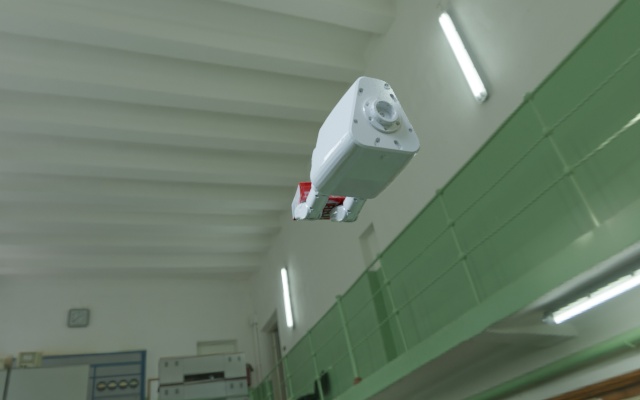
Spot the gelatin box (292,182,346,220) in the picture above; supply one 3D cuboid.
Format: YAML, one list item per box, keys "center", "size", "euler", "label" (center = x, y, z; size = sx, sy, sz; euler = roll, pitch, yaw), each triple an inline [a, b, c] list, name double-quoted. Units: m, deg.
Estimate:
- center: [0.000, 0.002, 0.697]
  size: [0.073, 0.030, 0.089]
  euler: [-1, -22, -11]
  label: "gelatin box"
